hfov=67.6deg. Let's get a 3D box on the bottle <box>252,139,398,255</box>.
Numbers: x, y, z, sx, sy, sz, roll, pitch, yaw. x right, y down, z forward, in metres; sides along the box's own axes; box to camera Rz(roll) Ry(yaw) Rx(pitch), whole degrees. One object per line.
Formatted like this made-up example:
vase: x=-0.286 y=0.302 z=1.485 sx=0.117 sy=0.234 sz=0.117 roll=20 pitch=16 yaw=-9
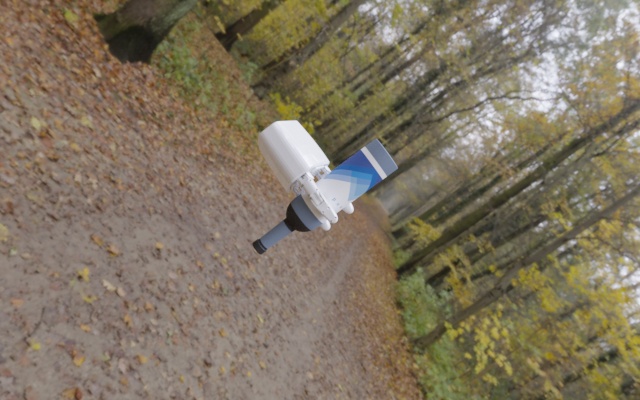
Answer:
bottle: x=0.000 y=0.003 z=0.865 sx=0.296 sy=0.069 sz=0.069 roll=-36 pitch=-5 yaw=6
